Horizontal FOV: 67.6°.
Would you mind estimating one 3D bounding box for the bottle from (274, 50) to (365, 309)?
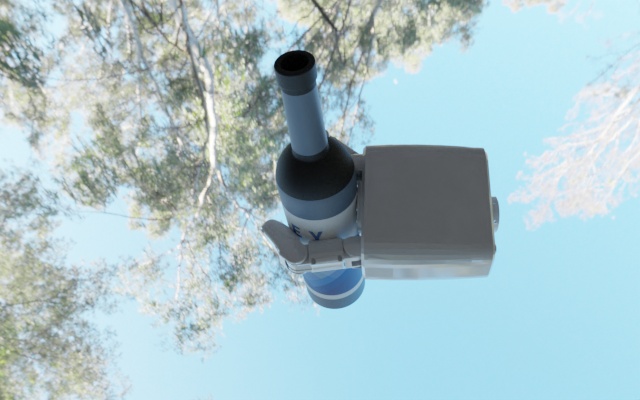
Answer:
[{"bbox_3d":[0.000,0.002,0.422,0.069,0.069,0.296,0,-38,8],"label":"bottle"}]
